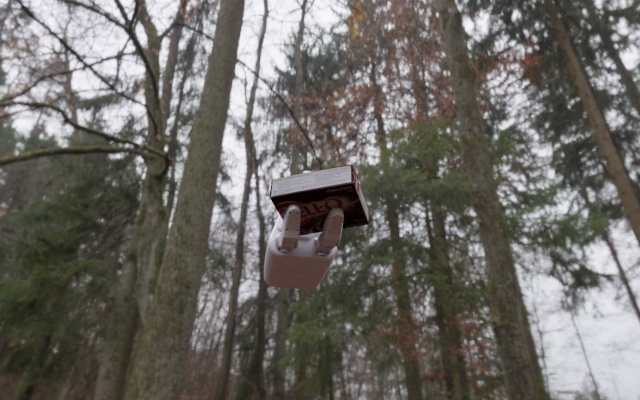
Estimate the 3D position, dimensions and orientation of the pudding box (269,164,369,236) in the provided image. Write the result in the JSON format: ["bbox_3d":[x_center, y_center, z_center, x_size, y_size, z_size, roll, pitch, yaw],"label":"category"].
[{"bbox_3d":[0.000,0.002,0.632,0.113,0.039,0.090,-12,-40,12],"label":"pudding box"}]
